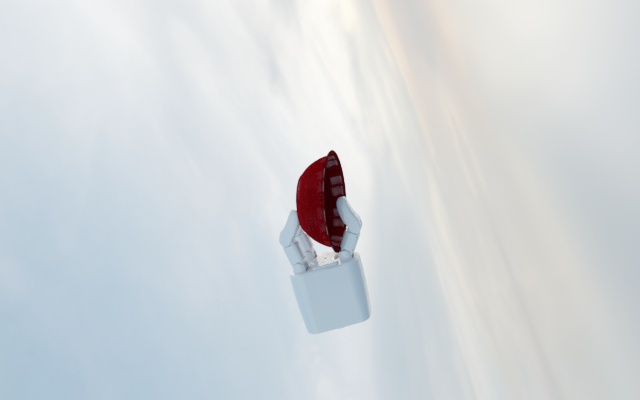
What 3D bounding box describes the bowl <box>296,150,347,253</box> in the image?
[{"bbox_3d":[0.000,0.001,0.753,0.055,0.162,0.162,-3,-1,14],"label":"bowl"}]
